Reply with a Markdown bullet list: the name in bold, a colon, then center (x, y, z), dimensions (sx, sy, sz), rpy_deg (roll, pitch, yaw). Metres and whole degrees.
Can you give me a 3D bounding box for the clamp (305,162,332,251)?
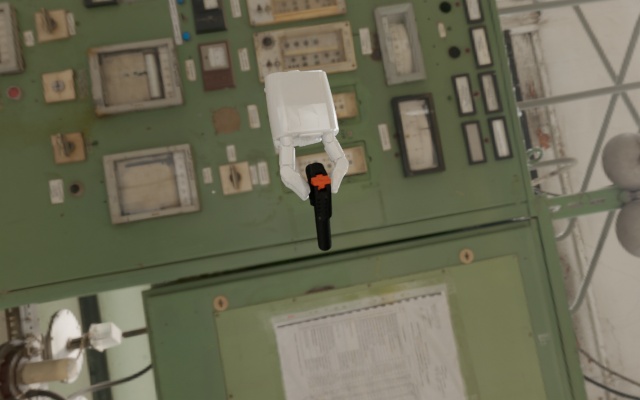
- **clamp**: center (0.001, 0.002, 0.797), dimensions (0.036, 0.164, 0.210), rpy_deg (-10, -5, -4)
